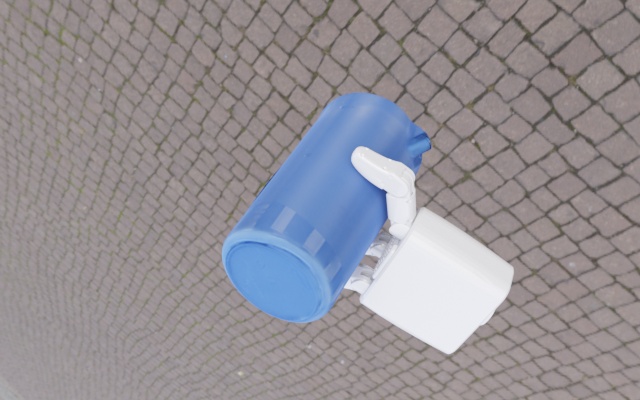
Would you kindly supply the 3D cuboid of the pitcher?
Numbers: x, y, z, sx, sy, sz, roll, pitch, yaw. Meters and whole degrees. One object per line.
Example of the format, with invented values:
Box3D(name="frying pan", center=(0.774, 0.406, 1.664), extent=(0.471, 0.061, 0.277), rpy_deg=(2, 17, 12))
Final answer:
Box3D(name="pitcher", center=(0.000, 0.002, 0.491), extent=(0.145, 0.149, 0.242), rpy_deg=(32, 45, 4))
